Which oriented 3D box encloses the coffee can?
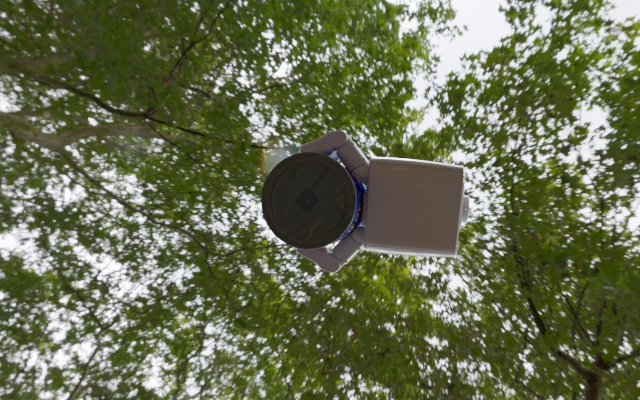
[{"bbox_3d":[0.000,0.002,0.567,0.103,0.103,0.140,0,-1,11],"label":"coffee can"}]
